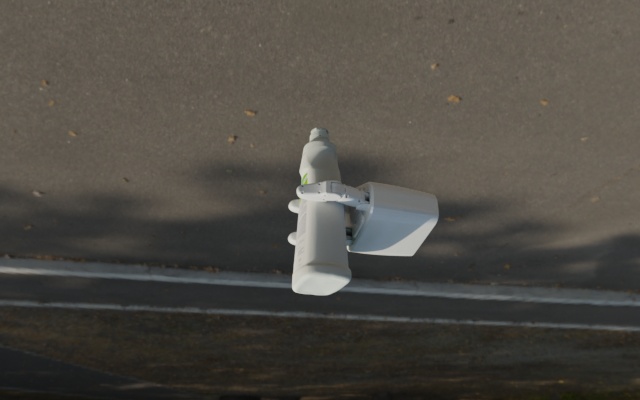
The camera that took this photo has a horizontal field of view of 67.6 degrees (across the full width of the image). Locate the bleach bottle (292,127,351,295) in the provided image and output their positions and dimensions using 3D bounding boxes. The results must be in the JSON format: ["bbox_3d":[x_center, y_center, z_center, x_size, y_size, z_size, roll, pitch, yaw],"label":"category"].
[{"bbox_3d":[0.000,0.002,0.690,0.068,0.250,0.103,8,-26,-16],"label":"bleach bottle"}]
